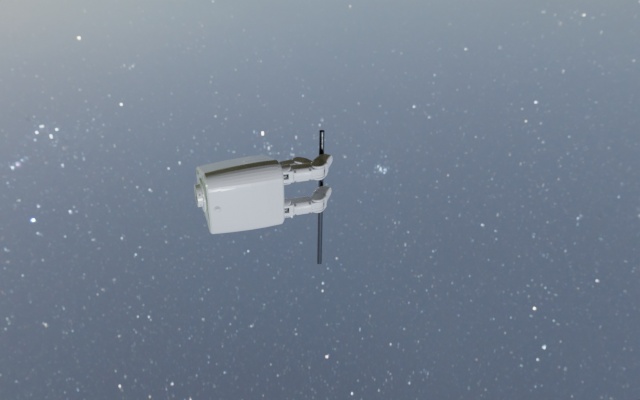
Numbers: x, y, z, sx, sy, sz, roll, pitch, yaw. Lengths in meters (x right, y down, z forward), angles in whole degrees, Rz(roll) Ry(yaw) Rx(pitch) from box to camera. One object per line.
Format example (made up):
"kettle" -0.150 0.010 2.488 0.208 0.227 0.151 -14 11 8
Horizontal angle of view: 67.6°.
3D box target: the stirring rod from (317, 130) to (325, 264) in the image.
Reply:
"stirring rod" 0.000 0.002 0.763 0.011 0.240 0.011 1 29 0
